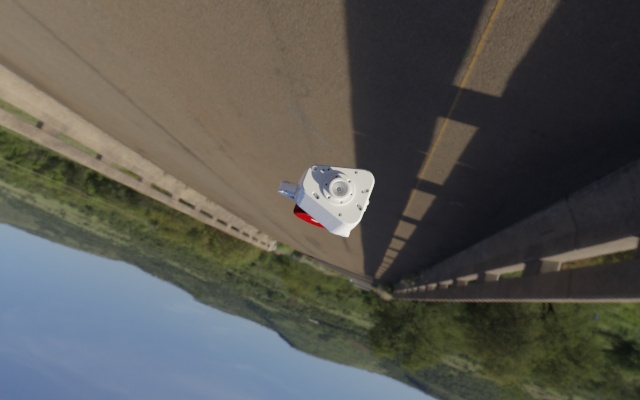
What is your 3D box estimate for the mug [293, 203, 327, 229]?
[{"bbox_3d":[0.000,0.003,0.878,0.093,0.081,0.117,22,-12,-2],"label":"mug"}]
